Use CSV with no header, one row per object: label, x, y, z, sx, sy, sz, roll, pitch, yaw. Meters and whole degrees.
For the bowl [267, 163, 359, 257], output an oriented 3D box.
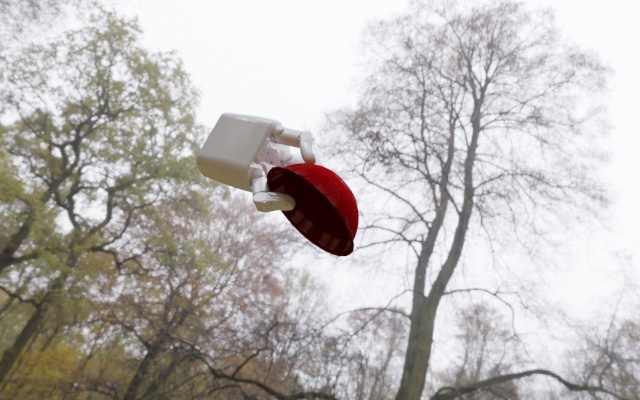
bowl,0.001,0.003,0.670,0.055,0.162,0.162,-43,21,-24
